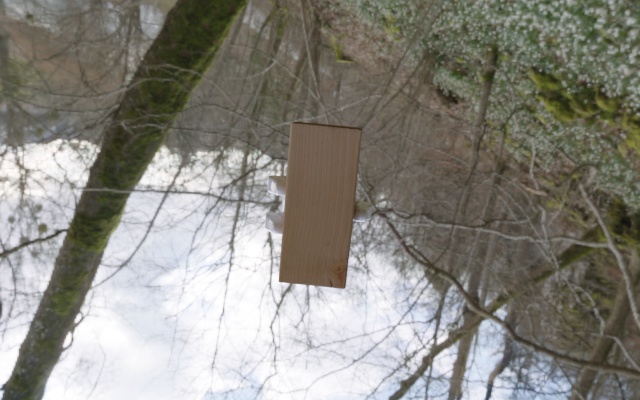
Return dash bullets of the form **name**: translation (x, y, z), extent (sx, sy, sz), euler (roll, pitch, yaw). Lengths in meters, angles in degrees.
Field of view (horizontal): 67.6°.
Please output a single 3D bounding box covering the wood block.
- **wood block**: translation (0.000, 0.002, 0.642), extent (0.091, 0.206, 0.090), euler (5, 10, 2)
